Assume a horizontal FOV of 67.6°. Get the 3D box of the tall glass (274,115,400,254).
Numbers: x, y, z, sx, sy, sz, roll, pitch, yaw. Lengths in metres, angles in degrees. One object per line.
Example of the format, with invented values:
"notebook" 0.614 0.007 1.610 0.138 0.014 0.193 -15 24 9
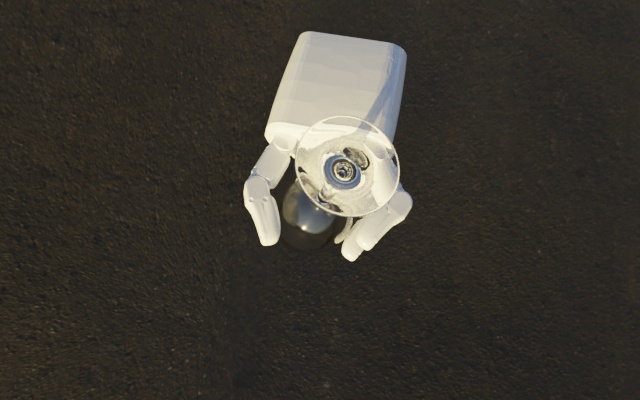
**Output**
"tall glass" 0.000 0.001 0.420 0.079 0.079 0.201 0 -16 -12
